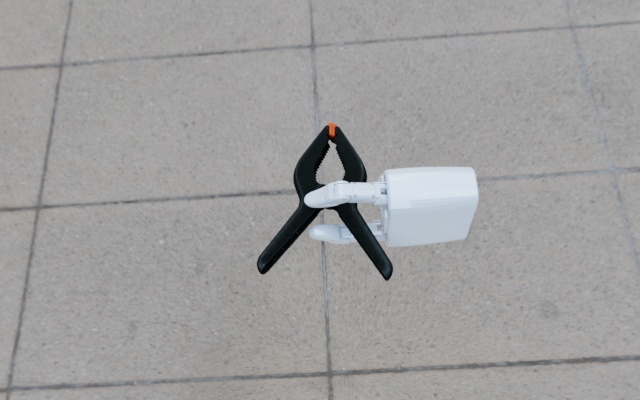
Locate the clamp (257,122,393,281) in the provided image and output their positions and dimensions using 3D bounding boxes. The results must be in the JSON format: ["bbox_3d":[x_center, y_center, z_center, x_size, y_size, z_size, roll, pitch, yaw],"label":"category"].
[{"bbox_3d":[0.000,0.001,0.605,0.164,0.210,0.036,-4,-19,3],"label":"clamp"}]
